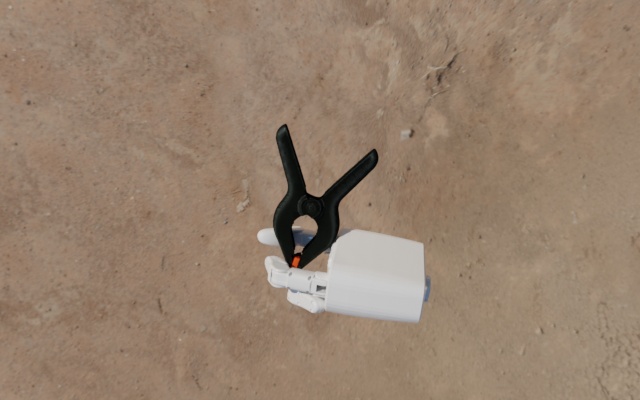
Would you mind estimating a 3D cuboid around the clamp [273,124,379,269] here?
[{"bbox_3d":[0.000,0.002,0.561,0.120,0.171,0.039,8,12,7],"label":"clamp"}]
